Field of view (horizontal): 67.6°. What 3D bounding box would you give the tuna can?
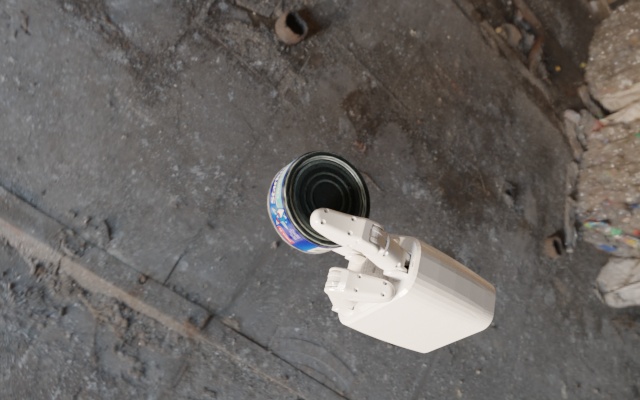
[{"bbox_3d":[0.000,0.001,0.410,0.086,0.086,0.034,0,-13,-29],"label":"tuna can"}]
